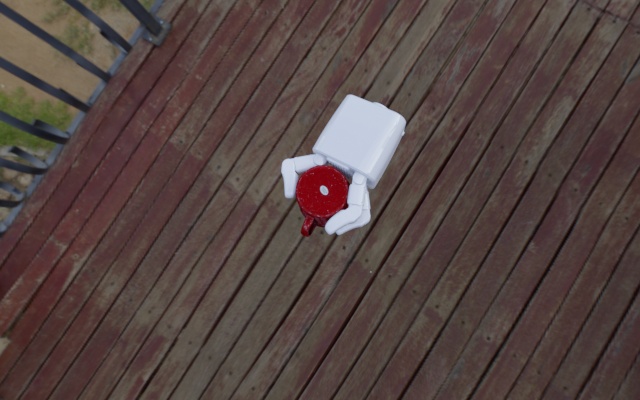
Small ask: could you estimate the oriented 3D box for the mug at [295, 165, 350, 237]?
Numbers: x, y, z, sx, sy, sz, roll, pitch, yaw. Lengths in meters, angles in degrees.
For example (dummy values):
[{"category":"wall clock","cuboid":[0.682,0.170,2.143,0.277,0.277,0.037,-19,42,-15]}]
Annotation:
[{"category":"mug","cuboid":[-0.001,0.004,0.743,0.093,0.117,0.081,29,-5,9]}]
